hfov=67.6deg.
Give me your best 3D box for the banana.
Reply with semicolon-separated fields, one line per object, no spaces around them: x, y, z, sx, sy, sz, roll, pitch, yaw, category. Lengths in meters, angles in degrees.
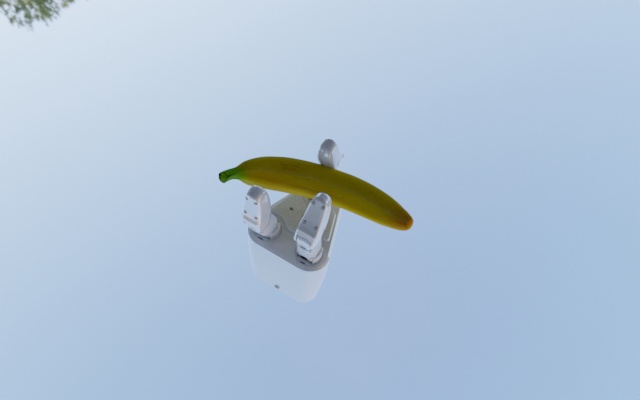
-0.001;-0.011;0.496;0.198;0.037;0.069;13;38;-3;banana
